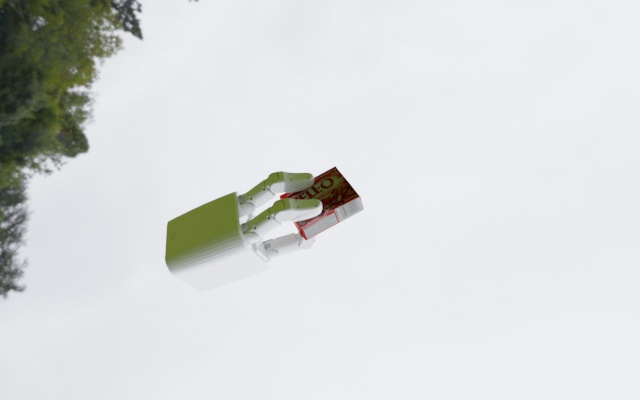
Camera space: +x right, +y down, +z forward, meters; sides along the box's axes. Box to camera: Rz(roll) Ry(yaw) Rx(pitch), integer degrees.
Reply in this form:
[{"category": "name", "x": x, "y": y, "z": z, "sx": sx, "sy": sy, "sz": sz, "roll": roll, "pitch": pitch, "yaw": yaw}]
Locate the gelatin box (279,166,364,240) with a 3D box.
[{"category": "gelatin box", "x": 0.001, "y": 0.002, "z": 0.623, "sx": 0.089, "sy": 0.030, "sz": 0.073, "roll": -28, "pitch": 44, "yaw": -7}]
